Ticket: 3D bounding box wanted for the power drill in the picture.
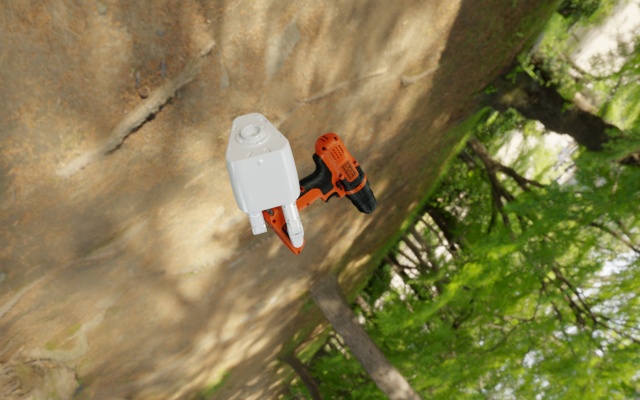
[{"bbox_3d":[0.000,0.003,0.825,0.057,0.187,0.184,32,-17,54],"label":"power drill"}]
